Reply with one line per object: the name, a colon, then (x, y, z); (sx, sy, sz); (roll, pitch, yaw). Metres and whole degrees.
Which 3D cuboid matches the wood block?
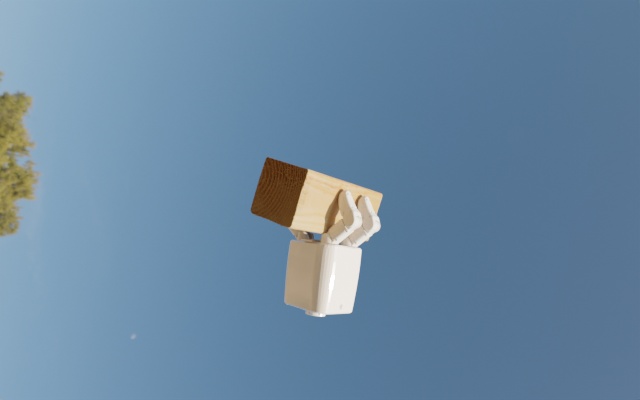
wood block: (0.000, 0.003, 0.770); (0.091, 0.090, 0.206); (18, 2, 38)
